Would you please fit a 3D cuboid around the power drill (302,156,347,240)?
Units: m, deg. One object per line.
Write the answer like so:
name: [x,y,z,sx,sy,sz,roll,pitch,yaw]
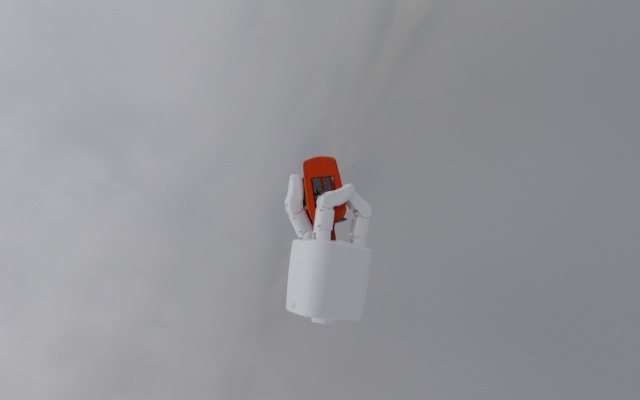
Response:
power drill: [0.000,0.003,0.794,0.057,0.184,0.188,-9,-23,-5]
